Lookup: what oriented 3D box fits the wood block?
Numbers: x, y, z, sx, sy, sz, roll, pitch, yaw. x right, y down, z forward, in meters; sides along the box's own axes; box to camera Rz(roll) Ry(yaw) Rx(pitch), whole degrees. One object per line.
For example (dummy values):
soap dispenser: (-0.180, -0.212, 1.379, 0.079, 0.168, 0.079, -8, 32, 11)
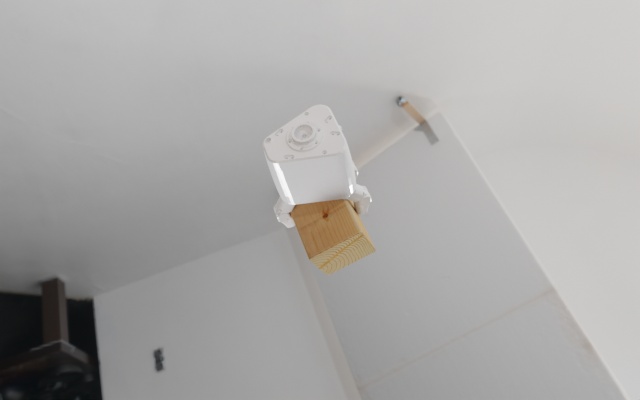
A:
wood block: (0.000, 0.003, 0.780, 0.091, 0.206, 0.090, -28, -31, 8)
